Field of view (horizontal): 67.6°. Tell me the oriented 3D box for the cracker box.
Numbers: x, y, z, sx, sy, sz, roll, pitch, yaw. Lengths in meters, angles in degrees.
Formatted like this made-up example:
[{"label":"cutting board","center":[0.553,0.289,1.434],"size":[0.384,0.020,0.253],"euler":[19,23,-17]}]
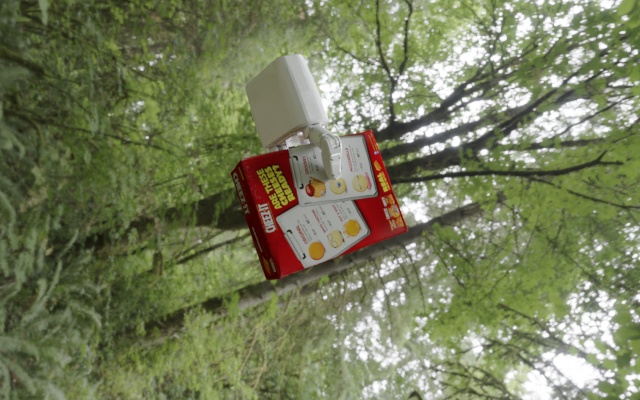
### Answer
[{"label":"cracker box","center":[0.000,0.002,0.685],"size":[0.213,0.164,0.072],"euler":[-17,-5,-26]}]
